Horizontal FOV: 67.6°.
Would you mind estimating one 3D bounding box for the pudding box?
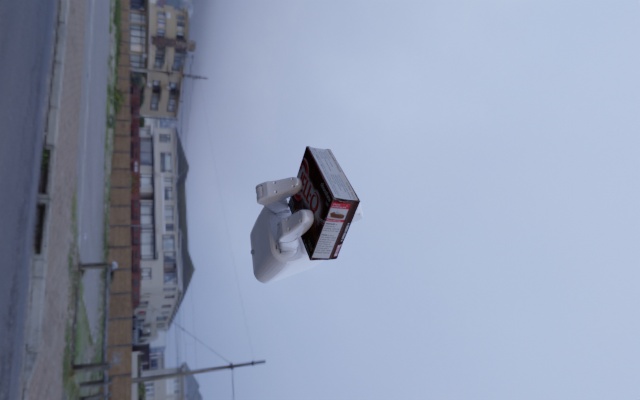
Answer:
[{"bbox_3d":[0.000,0.002,0.569,0.039,0.090,0.113,2,35,-25],"label":"pudding box"}]
